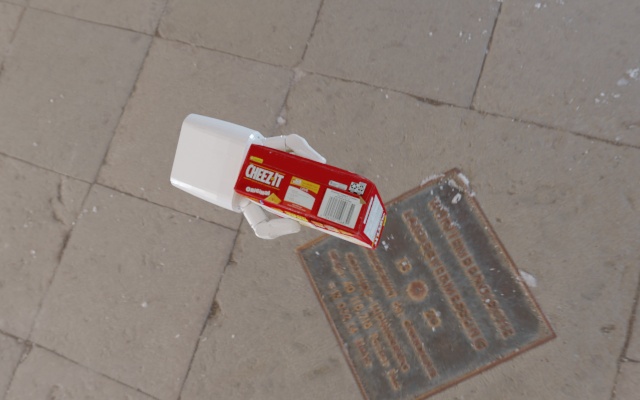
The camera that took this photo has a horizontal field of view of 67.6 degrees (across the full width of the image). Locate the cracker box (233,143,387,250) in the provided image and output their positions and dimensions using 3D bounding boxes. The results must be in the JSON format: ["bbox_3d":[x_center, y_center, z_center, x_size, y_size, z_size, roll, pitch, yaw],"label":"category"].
[{"bbox_3d":[0.000,0.002,0.654,0.164,0.072,0.214,18,-6,14],"label":"cracker box"}]
